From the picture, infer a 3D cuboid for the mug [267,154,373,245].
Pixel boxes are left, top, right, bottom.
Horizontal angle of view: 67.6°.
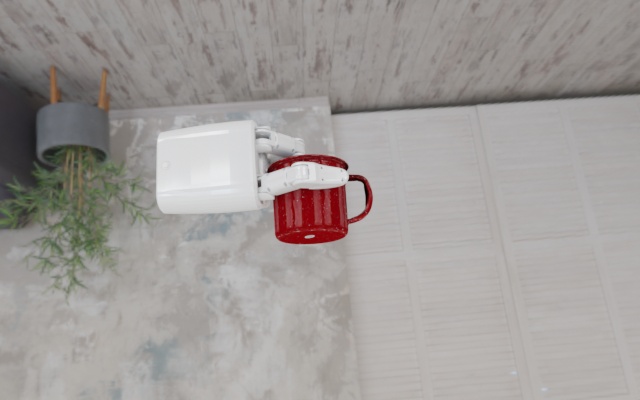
[{"bbox_3d":[0.002,0.002,0.534,0.117,0.081,0.093,-5,-16,3],"label":"mug"}]
